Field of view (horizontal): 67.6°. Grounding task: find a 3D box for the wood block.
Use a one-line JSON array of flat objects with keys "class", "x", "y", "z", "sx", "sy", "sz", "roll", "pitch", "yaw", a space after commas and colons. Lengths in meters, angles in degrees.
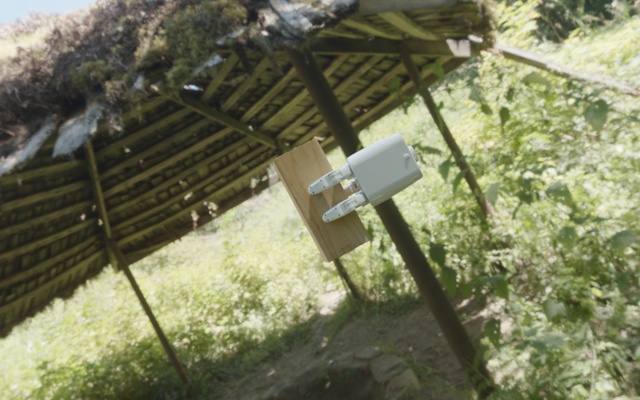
[{"class": "wood block", "x": 0.000, "y": 0.003, "z": 0.883, "sx": 0.090, "sy": 0.206, "sz": 0.091, "roll": -28, "pitch": -2, "yaw": -5}]
